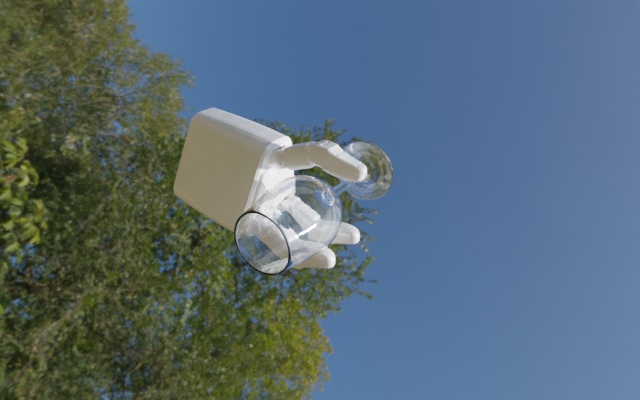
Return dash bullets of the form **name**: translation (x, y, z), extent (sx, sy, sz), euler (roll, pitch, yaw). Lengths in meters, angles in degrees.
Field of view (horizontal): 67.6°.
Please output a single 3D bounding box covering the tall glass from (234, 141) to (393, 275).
- **tall glass**: translation (0.001, 0.001, 0.489), extent (0.079, 0.079, 0.201), euler (0, 22, 34)
